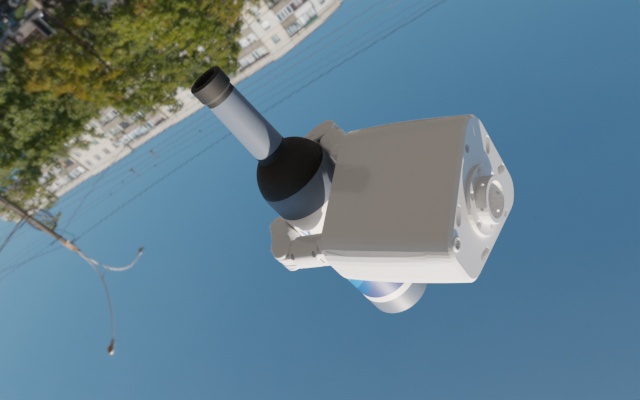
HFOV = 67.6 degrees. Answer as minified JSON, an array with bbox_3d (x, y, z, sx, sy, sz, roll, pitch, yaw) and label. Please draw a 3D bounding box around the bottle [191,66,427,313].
[{"bbox_3d":[0.000,0.002,0.425,0.069,0.069,0.296,0,-37,45],"label":"bottle"}]
